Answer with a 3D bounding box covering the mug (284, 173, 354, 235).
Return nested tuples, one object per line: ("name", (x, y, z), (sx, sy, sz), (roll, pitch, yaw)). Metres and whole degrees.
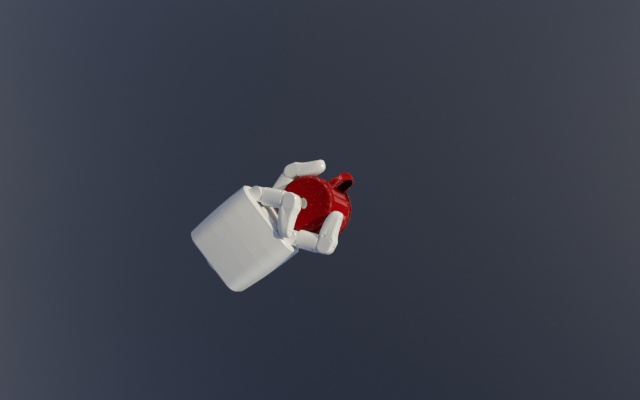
("mug", (0.001, 0.001, 0.697), (0.117, 0.093, 0.081), (-39, -17, 9))
